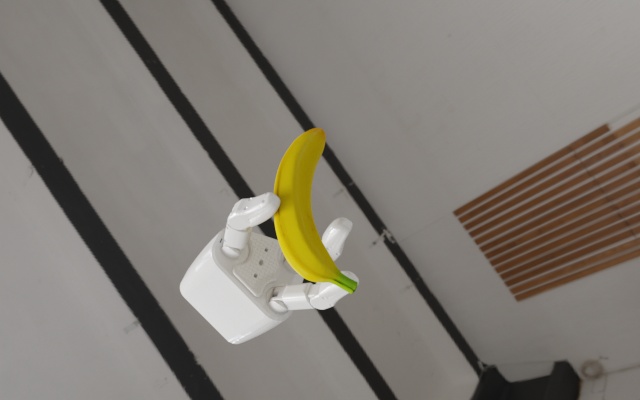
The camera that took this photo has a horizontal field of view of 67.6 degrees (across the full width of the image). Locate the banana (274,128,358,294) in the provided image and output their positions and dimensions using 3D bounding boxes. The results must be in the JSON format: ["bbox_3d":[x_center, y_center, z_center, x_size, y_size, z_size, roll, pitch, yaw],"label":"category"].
[{"bbox_3d":[-0.015,0.001,0.477,0.069,0.197,0.037,11,-37,-30],"label":"banana"}]
